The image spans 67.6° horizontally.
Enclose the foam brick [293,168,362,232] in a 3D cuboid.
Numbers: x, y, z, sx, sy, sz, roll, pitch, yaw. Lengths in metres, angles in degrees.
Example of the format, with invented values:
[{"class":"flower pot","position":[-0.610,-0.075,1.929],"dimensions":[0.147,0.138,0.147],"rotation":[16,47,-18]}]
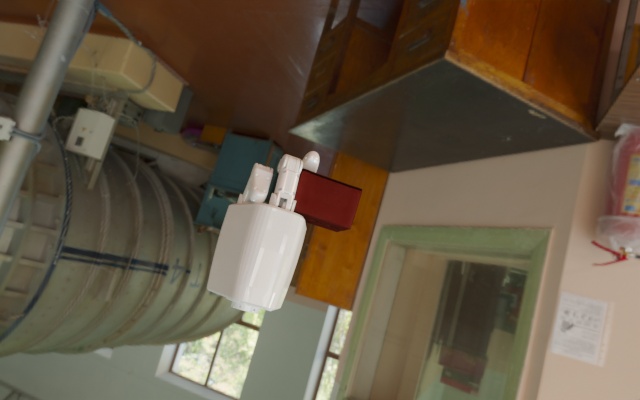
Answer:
[{"class":"foam brick","position":[0.000,0.002,0.569],"dimensions":[0.078,0.051,0.053],"rotation":[18,-13,-14]}]
